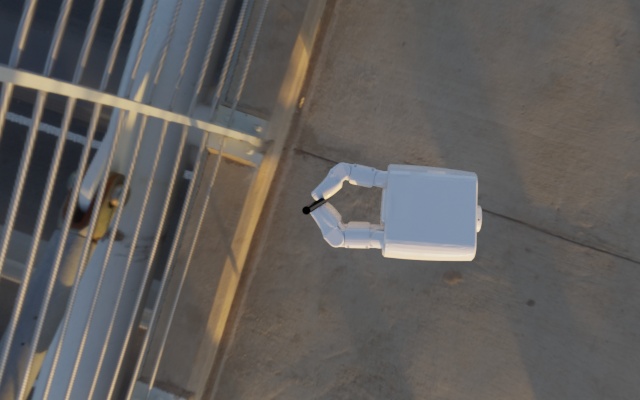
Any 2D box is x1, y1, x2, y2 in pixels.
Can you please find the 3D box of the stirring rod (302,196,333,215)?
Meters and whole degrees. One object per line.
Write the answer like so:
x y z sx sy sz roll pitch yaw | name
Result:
0.000 0.002 0.575 0.011 0.011 0.239 0 4 7 | stirring rod
